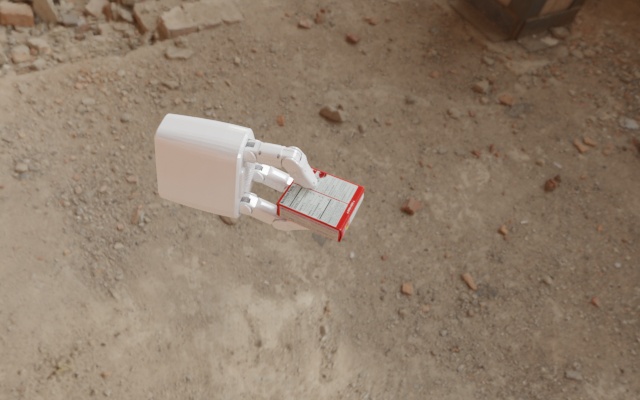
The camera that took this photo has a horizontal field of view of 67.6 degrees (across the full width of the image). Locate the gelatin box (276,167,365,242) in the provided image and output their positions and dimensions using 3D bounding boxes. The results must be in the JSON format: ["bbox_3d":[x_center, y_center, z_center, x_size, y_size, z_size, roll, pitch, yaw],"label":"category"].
[{"bbox_3d":[0.000,0.002,0.594,0.089,0.073,0.030,21,-35,14],"label":"gelatin box"}]
